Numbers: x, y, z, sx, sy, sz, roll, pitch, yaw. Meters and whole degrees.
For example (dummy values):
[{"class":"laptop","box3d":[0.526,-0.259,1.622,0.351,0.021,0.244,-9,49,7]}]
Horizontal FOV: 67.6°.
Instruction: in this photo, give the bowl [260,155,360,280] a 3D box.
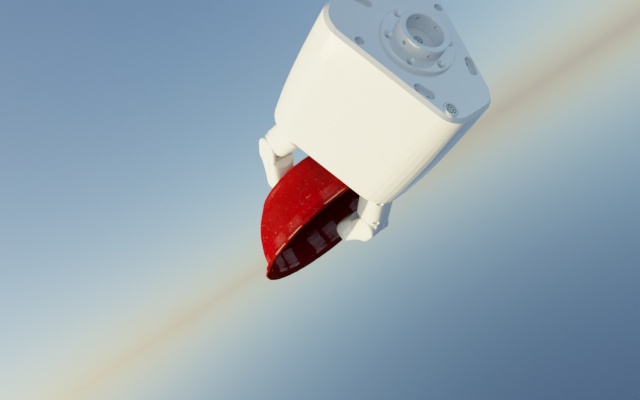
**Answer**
[{"class":"bowl","box3d":[-0.001,0.002,0.441,0.162,0.055,0.162,-37,-16,-13]}]
